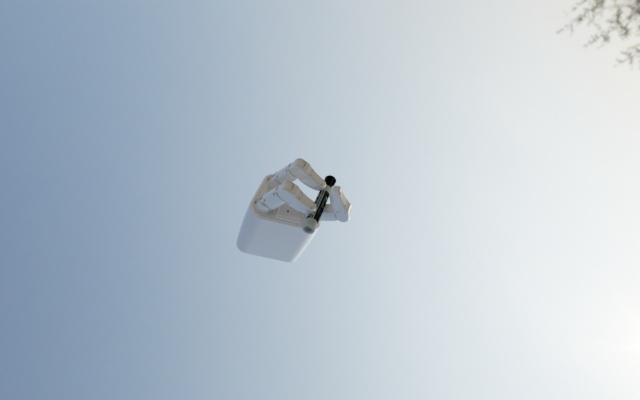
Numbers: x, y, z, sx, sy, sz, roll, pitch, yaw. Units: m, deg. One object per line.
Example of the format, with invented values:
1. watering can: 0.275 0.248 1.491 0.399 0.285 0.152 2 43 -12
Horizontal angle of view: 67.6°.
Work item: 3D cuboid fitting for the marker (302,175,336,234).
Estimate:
1. marker: 0.000 0.002 0.713 0.020 0.020 0.121 0 40 22
